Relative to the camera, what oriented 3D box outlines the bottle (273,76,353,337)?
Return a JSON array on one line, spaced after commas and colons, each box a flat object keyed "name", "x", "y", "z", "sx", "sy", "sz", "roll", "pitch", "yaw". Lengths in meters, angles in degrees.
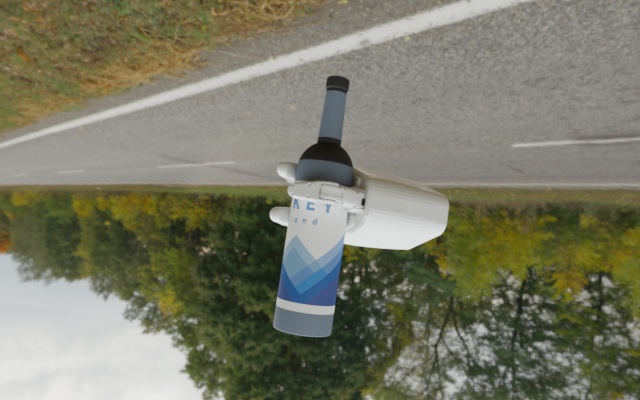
[{"name": "bottle", "x": 0.000, "y": 0.002, "z": 0.553, "sx": 0.069, "sy": 0.295, "sz": 0.069, "roll": 8, "pitch": -5, "yaw": 1}]
